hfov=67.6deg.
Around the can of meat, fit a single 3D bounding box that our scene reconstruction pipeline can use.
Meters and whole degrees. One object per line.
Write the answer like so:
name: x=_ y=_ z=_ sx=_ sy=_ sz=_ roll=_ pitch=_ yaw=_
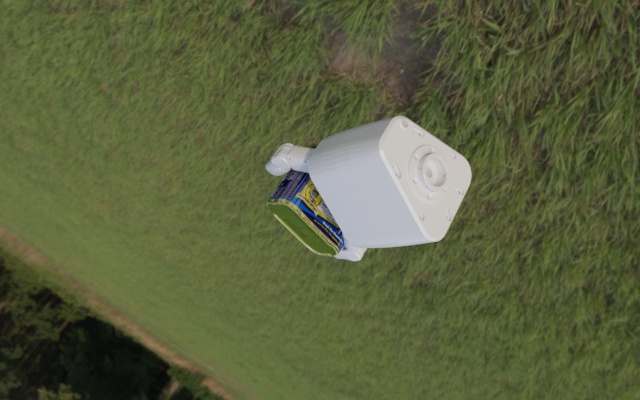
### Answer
can of meat: x=0.000 y=0.002 z=0.538 sx=0.102 sy=0.084 sz=0.057 roll=46 pitch=-28 yaw=-25
